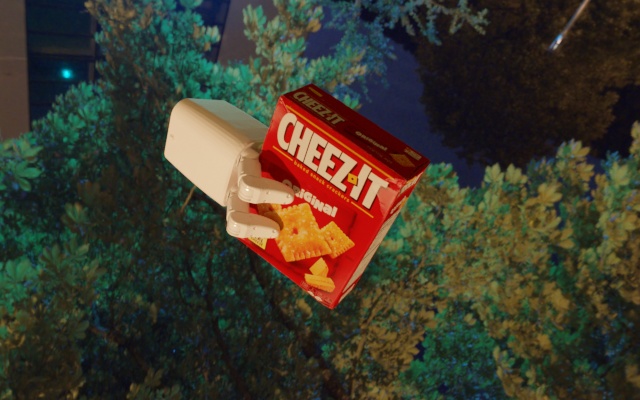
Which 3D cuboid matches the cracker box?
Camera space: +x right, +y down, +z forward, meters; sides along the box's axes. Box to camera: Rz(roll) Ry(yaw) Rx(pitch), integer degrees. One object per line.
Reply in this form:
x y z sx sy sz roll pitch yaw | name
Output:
0.000 0.002 0.557 0.164 0.214 0.072 36 38 14 | cracker box
